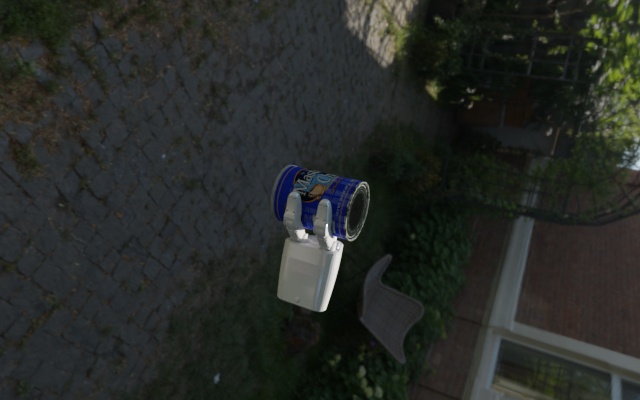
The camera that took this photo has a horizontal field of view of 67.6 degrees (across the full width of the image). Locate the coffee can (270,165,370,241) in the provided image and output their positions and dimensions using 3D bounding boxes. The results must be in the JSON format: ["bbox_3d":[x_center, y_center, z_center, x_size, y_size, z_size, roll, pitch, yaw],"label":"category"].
[{"bbox_3d":[0.000,0.002,0.818,0.140,0.103,0.103,14,5,23],"label":"coffee can"}]
